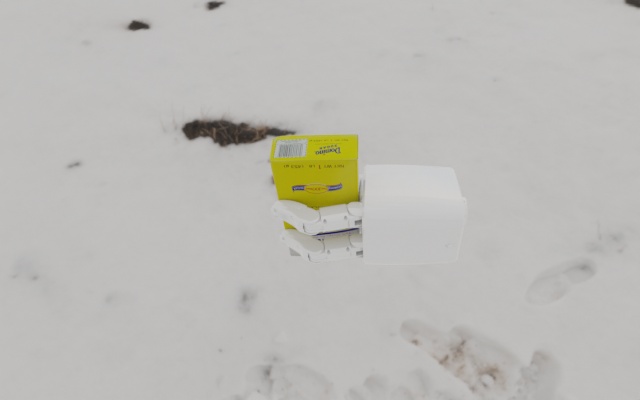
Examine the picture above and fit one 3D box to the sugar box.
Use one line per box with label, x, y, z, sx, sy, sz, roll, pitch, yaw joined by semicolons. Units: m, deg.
sugar box;0.000;0.002;0.559;0.093;0.048;0.176;0;-43;7
